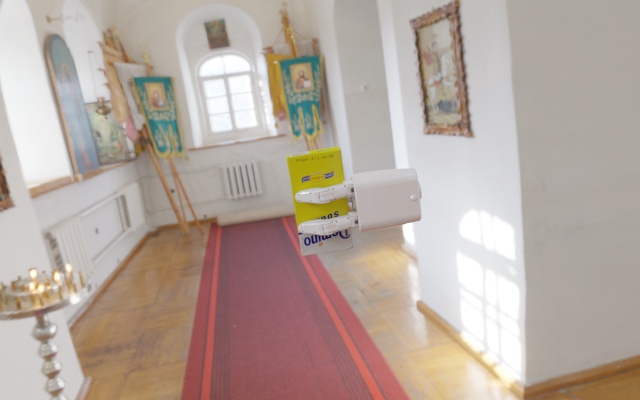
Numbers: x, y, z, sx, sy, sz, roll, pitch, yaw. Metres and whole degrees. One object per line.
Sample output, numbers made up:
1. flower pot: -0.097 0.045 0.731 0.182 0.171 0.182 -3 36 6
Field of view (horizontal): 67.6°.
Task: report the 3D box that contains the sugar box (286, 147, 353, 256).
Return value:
1. sugar box: 0.000 0.003 0.817 0.093 0.176 0.048 -9 13 1
